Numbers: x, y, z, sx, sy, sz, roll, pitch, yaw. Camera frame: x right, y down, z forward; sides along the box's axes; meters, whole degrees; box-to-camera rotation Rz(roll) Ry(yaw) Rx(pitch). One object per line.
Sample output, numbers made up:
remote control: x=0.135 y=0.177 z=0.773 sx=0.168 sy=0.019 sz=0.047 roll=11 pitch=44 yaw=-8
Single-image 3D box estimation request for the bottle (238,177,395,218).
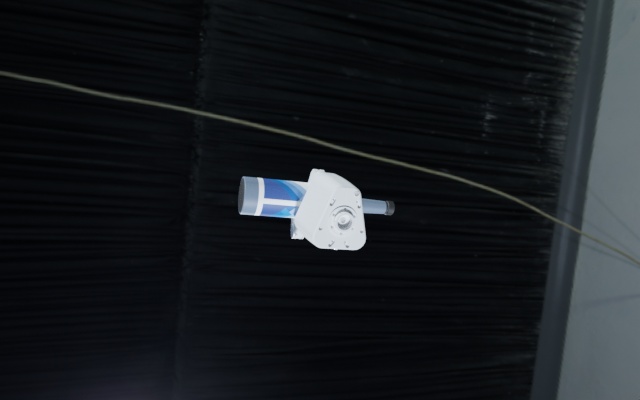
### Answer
bottle: x=0.000 y=0.003 z=0.886 sx=0.296 sy=0.069 sz=0.069 roll=5 pitch=-2 yaw=-19
